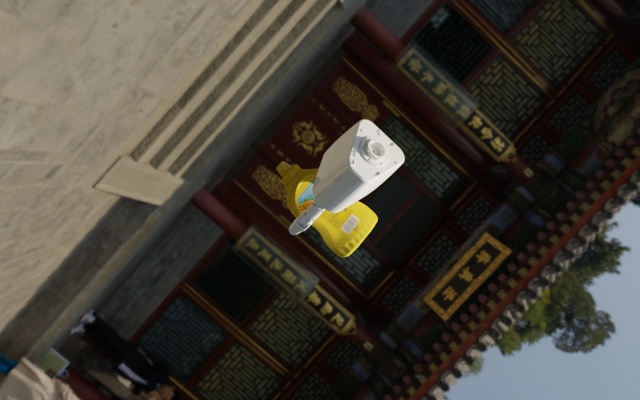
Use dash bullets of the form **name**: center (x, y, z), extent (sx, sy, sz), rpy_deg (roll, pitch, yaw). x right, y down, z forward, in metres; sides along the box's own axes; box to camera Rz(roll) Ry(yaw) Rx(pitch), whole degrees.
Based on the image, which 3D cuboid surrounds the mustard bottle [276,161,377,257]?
- **mustard bottle**: center (0.000, 0.003, 0.824), extent (0.191, 0.096, 0.058), rpy_deg (42, -14, -5)
